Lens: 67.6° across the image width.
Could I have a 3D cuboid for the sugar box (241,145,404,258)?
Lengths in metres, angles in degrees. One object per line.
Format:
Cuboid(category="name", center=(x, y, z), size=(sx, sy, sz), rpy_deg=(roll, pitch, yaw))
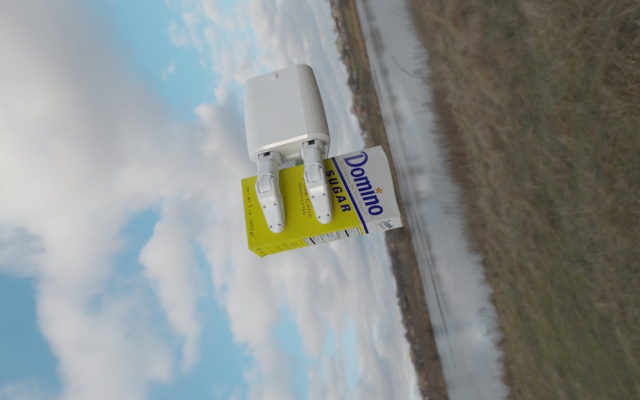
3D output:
Cuboid(category="sugar box", center=(0.000, 0.002, 0.558), size=(0.176, 0.093, 0.048), rpy_deg=(-15, -22, 10))
